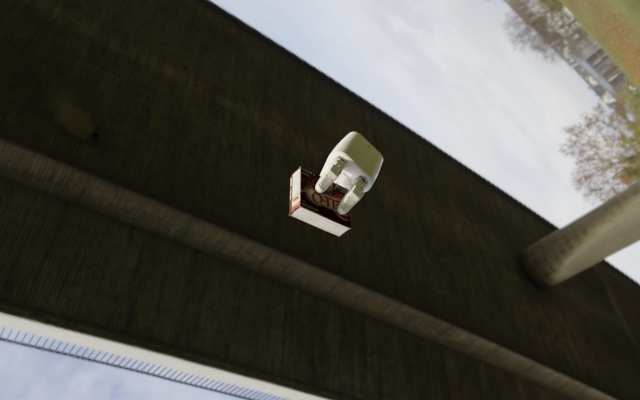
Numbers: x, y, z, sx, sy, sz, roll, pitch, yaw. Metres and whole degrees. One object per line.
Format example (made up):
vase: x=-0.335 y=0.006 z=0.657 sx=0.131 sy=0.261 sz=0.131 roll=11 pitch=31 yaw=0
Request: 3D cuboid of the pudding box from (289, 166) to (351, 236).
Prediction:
pudding box: x=0.000 y=0.003 z=0.842 sx=0.113 sy=0.090 sz=0.039 roll=23 pitch=-45 yaw=-27
